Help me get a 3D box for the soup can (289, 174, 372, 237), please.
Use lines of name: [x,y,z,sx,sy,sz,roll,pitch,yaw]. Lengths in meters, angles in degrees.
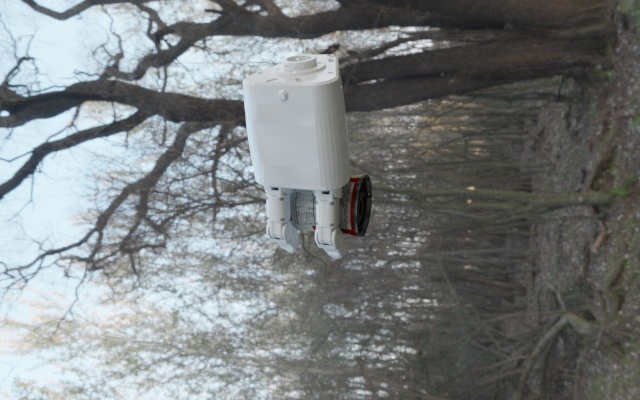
soup can: [0.000,0.002,0.533,0.102,0.068,0.068,5,1,18]
